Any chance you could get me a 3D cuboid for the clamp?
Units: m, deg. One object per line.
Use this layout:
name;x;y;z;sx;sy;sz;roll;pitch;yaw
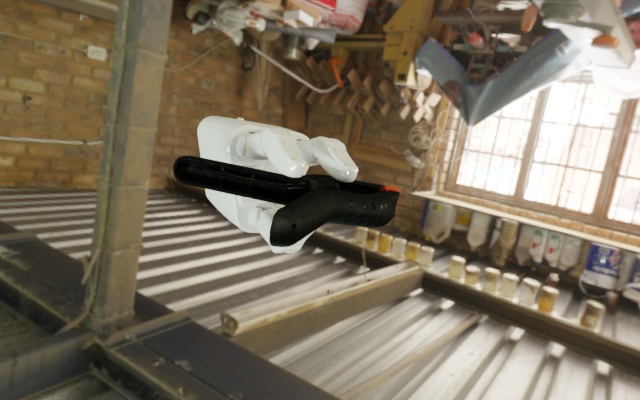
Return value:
clamp;0.000;0.002;0.406;0.210;0.036;0.164;5;16;-34
